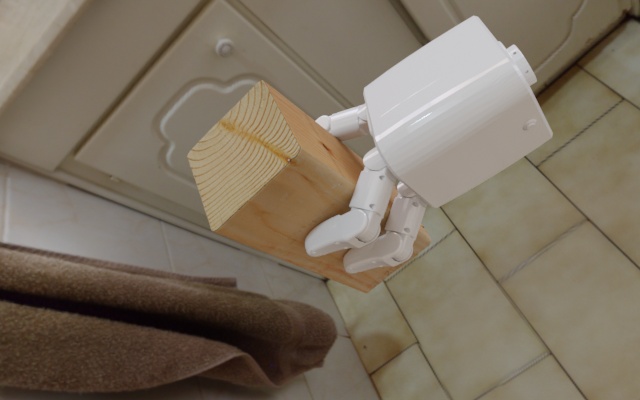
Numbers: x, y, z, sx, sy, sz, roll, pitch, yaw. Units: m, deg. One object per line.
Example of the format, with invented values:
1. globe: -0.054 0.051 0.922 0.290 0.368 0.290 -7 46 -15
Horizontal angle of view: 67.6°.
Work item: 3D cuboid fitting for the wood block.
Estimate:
1. wood block: 0.000 0.001 0.420 0.090 0.090 0.206 -41 -41 16
